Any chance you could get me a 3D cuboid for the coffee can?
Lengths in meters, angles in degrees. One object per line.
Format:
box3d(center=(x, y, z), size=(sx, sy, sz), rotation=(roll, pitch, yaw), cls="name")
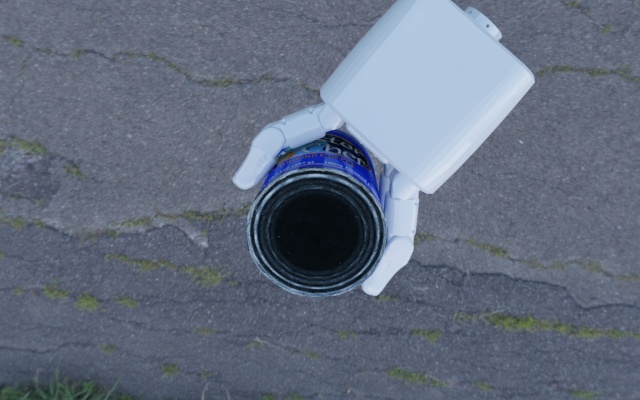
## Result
box3d(center=(0.000, 0.001, 0.406), size=(0.103, 0.103, 0.140), rotation=(0, 20, 3), cls="coffee can")
